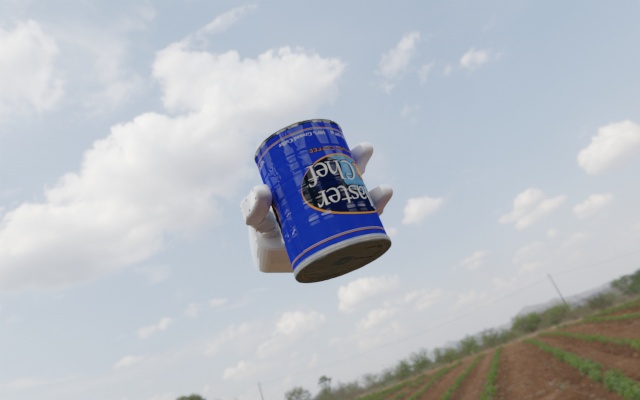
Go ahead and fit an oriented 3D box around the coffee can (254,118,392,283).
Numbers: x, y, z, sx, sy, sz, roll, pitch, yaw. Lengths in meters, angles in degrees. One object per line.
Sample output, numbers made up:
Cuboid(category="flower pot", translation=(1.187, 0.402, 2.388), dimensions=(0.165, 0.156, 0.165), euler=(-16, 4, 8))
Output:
Cuboid(category="coffee can", translation=(0.000, 0.002, 0.499), dimensions=(0.103, 0.140, 0.103), euler=(-18, -22, -8))
